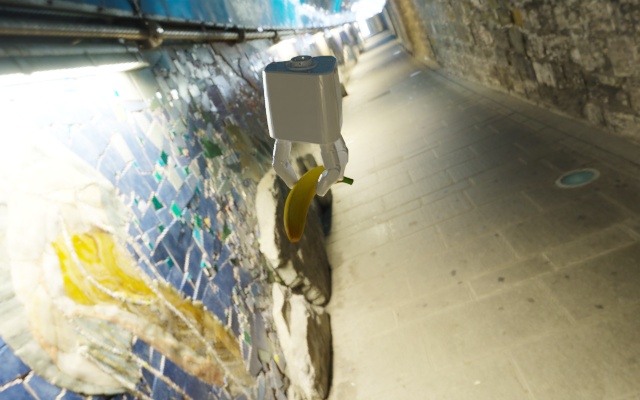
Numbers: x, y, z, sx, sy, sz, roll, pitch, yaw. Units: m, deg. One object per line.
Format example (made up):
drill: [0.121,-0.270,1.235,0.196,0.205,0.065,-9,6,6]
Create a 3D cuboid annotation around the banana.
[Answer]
banana: [-0.013,-0.009,0.779,0.069,0.037,0.197,34,45,11]
